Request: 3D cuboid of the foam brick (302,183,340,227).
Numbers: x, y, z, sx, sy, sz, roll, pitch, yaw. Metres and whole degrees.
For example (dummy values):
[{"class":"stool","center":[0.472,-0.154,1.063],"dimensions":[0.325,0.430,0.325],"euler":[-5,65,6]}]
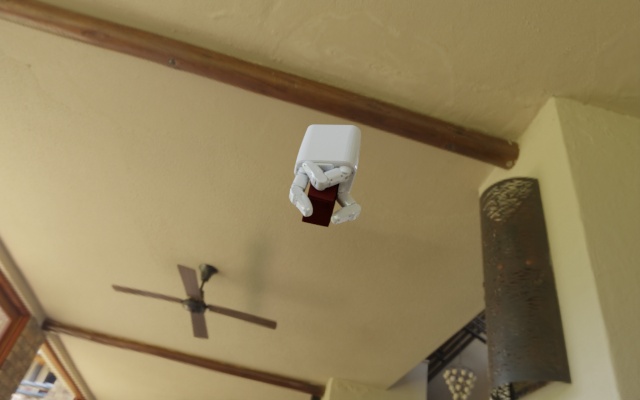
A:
[{"class":"foam brick","center":[0.000,0.003,0.872],"dimensions":[0.053,0.051,0.078],"euler":[14,-39,-2]}]
